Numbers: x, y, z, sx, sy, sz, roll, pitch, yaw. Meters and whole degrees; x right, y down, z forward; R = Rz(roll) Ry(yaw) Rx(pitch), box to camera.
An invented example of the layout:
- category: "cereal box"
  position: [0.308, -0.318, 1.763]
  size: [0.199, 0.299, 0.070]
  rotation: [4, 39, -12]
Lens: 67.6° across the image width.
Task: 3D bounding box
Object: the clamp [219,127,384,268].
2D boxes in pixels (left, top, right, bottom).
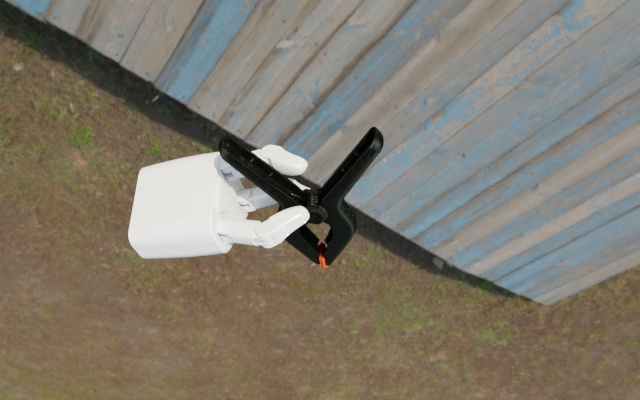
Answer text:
- category: "clamp"
  position: [0.000, 0.003, 0.530]
  size: [0.164, 0.036, 0.210]
  rotation: [-6, -45, 14]
